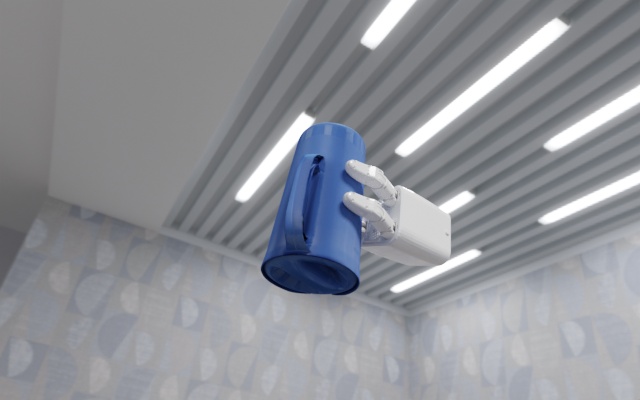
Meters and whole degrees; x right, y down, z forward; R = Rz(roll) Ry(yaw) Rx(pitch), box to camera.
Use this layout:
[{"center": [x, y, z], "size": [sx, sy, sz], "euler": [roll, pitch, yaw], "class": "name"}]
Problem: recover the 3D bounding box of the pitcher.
[{"center": [0.000, 0.002, 0.686], "size": [0.145, 0.242, 0.149], "euler": [24, -35, -22], "class": "pitcher"}]
